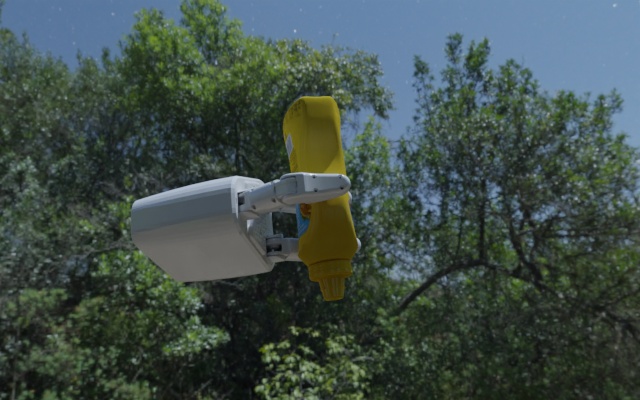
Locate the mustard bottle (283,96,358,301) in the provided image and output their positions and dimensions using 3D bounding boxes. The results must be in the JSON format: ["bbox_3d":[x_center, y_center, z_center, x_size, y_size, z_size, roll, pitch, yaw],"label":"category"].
[{"bbox_3d":[0.000,0.001,0.472,0.058,0.191,0.096,-3,-19,-13],"label":"mustard bottle"}]
